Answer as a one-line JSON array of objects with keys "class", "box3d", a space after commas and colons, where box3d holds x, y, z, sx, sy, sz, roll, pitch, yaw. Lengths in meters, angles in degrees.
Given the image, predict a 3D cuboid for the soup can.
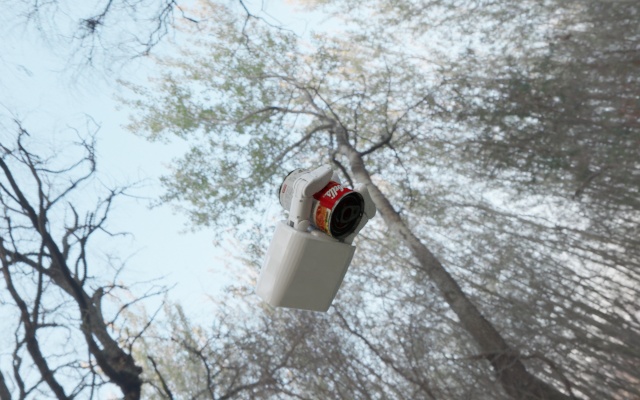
[{"class": "soup can", "box3d": [0.000, 0.002, 0.652, 0.102, 0.068, 0.068, 27, 18, 38]}]
